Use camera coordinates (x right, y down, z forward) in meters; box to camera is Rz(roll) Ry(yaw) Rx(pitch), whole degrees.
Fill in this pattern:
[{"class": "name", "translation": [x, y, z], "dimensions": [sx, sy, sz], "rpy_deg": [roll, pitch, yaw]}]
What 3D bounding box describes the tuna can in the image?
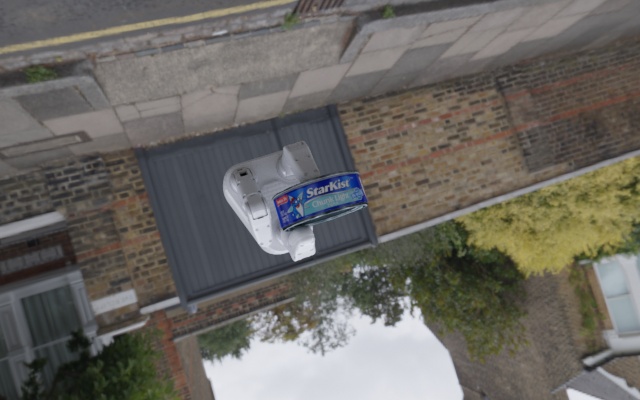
[{"class": "tuna can", "translation": [0.000, 0.002, 0.449], "dimensions": [0.086, 0.033, 0.086], "rpy_deg": [-17, -7, -2]}]
